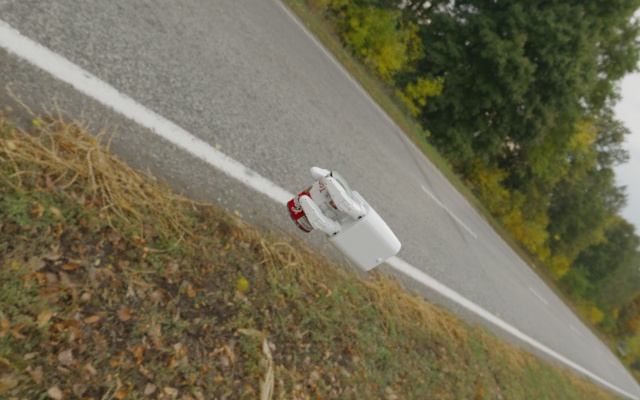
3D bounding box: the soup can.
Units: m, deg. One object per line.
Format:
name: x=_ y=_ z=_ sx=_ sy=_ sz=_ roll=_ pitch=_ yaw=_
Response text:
soup can: x=0.000 y=0.002 z=0.844 sx=0.102 sy=0.068 sz=0.068 roll=-34 pitch=-12 yaw=19
